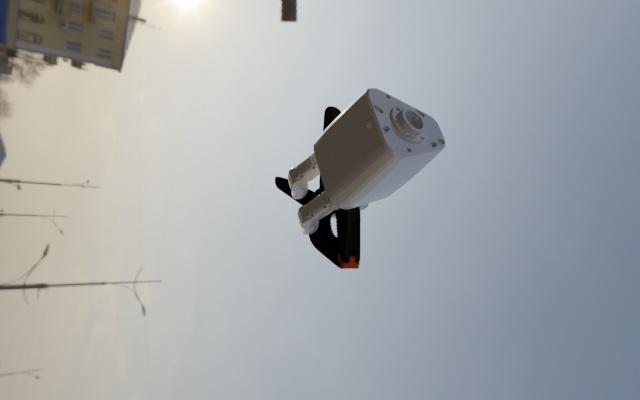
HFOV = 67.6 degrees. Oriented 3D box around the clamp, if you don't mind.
[{"bbox_3d":[0.001,0.003,0.644,0.036,0.210,0.165,4,-32,-36],"label":"clamp"}]
